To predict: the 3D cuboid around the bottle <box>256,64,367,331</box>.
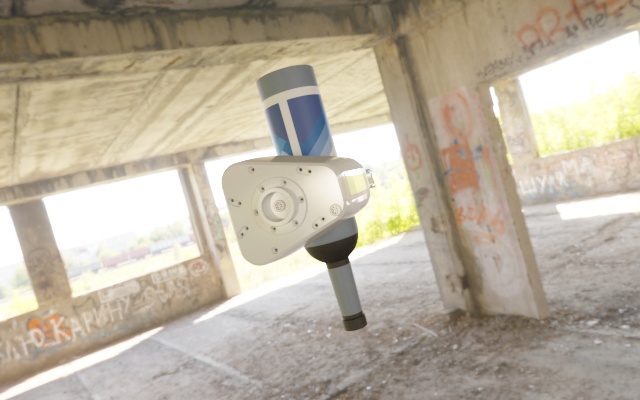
[{"bbox_3d":[0.000,0.001,0.537,0.069,0.296,0.069,-16,2,0],"label":"bottle"}]
